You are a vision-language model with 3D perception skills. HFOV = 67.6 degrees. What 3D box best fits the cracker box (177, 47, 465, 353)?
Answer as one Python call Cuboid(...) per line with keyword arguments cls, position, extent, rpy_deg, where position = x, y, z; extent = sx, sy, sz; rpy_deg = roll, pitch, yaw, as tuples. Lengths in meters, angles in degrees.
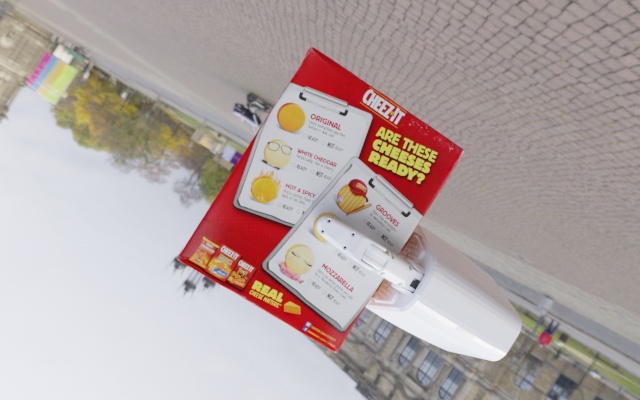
Cuboid(cls="cracker box", position=(0.000, 0.002, 0.439), extent=(0.164, 0.213, 0.072), rpy_deg=(32, -1, -8))
